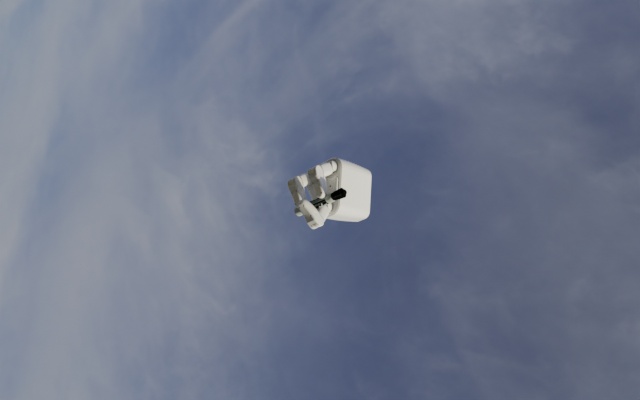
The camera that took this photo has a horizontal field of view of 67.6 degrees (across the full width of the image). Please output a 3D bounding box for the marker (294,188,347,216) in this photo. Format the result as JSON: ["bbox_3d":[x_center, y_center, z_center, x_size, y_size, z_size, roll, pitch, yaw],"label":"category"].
[{"bbox_3d":[0.000,0.003,0.881,0.121,0.020,0.020,-23,-15,38],"label":"marker"}]
